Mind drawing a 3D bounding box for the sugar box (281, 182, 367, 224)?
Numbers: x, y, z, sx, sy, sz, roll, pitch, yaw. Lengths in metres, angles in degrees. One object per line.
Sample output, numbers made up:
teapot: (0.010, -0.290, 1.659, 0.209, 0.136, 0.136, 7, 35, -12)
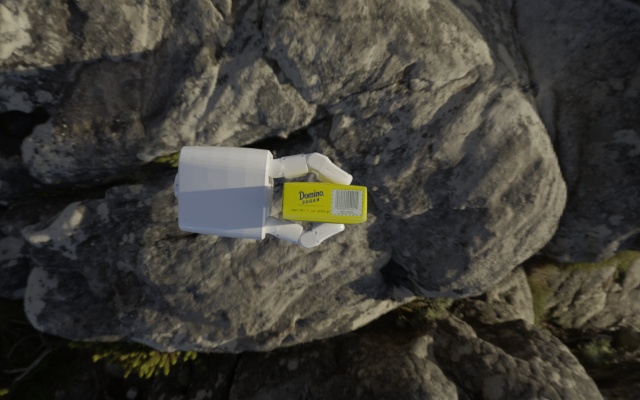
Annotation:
sugar box: (0.000, 0.001, 0.599, 0.093, 0.048, 0.176, 4, 2, -4)
